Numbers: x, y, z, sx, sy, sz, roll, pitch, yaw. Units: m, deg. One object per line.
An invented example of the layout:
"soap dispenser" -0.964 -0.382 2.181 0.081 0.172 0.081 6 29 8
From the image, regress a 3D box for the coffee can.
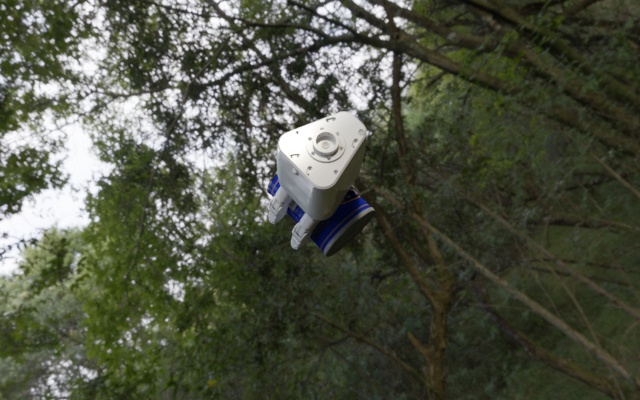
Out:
"coffee can" 0.000 0.003 0.745 0.103 0.140 0.103 -40 -15 -13
